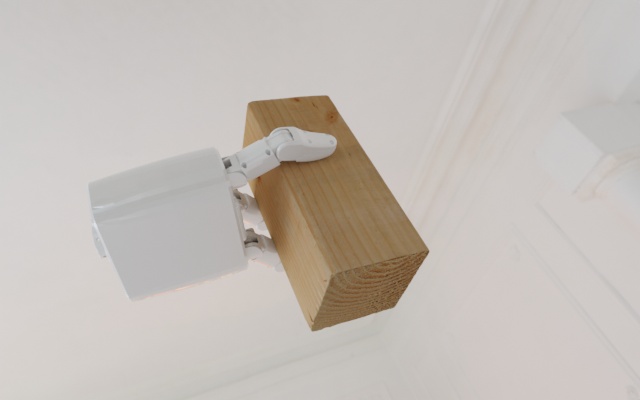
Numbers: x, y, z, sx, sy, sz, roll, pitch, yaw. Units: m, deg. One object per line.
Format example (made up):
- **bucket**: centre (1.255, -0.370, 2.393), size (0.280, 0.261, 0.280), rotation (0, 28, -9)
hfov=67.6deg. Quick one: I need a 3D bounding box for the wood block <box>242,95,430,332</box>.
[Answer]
- **wood block**: centre (0.000, 0.001, 0.448), size (0.090, 0.206, 0.091), rotation (-10, -38, -24)
